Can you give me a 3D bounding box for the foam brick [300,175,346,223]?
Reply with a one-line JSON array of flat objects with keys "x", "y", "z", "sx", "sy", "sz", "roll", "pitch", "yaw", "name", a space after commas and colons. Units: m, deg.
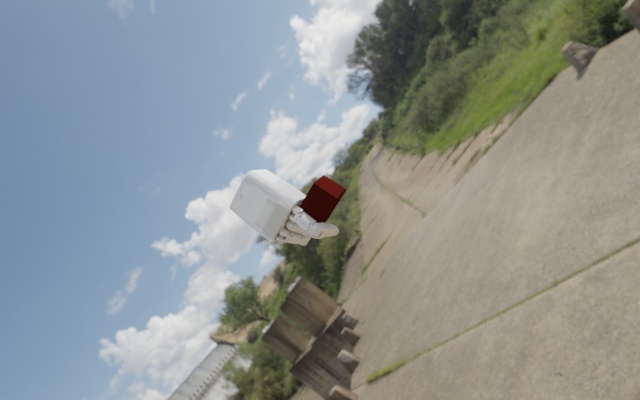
[{"x": 0.000, "y": 0.003, "z": 0.865, "sx": 0.051, "sy": 0.078, "sz": 0.053, "roll": 36, "pitch": 29, "yaw": 8, "name": "foam brick"}]
